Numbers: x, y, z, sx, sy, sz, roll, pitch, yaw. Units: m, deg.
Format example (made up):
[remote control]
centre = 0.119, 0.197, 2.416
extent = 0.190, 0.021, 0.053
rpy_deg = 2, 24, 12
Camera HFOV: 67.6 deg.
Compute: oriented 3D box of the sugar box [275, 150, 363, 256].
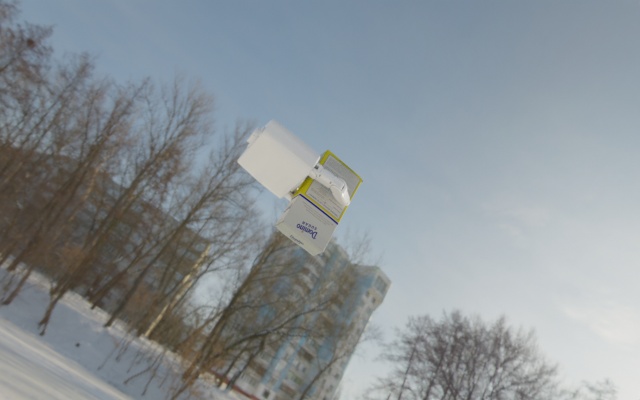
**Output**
[sugar box]
centre = 0.000, 0.003, 0.872
extent = 0.093, 0.176, 0.048
rpy_deg = 39, -28, -13
